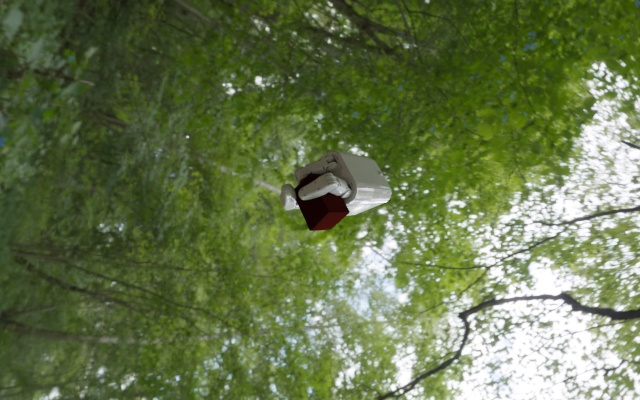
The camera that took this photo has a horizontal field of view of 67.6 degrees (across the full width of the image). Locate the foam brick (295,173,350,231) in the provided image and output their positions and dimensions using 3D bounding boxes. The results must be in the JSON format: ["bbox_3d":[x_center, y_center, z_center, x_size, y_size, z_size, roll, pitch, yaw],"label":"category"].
[{"bbox_3d":[0.000,0.003,0.765,0.051,0.078,0.053,4,-38,-47],"label":"foam brick"}]
